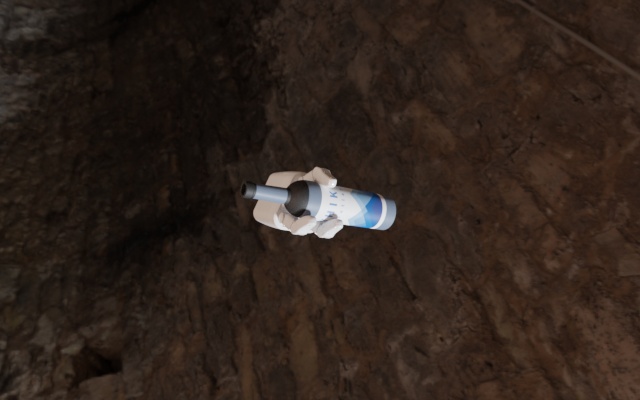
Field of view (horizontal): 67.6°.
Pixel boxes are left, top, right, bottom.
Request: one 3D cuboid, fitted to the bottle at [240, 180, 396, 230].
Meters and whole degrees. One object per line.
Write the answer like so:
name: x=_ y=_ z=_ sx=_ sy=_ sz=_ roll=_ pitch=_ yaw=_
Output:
bottle: x=0.000 y=0.003 z=0.840 sx=0.296 sy=0.069 sz=0.069 roll=10 pitch=-5 yaw=-32
